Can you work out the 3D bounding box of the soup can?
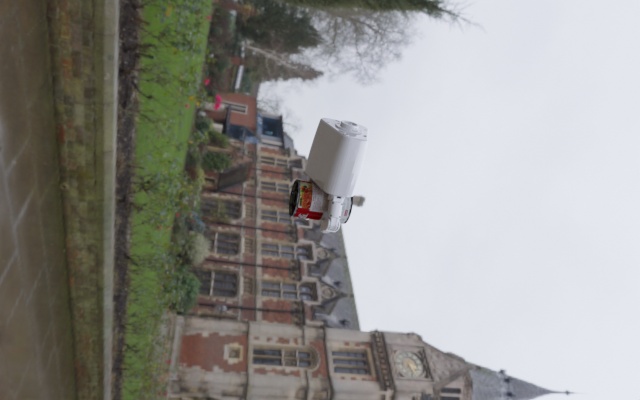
[{"bbox_3d":[0.000,0.003,0.866,0.102,0.068,0.068,9,-2,-15],"label":"soup can"}]
